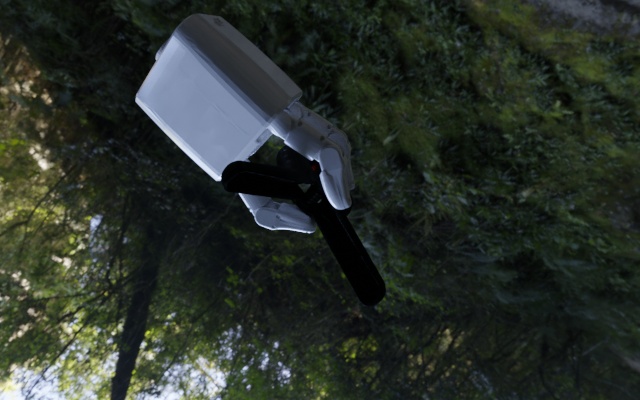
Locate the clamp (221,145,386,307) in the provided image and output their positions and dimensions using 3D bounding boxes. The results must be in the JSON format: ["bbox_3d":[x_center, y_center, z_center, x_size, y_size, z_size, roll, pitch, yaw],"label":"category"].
[{"bbox_3d":[-0.001,0.002,0.454,0.036,0.164,0.210,-43,9,18],"label":"clamp"}]
